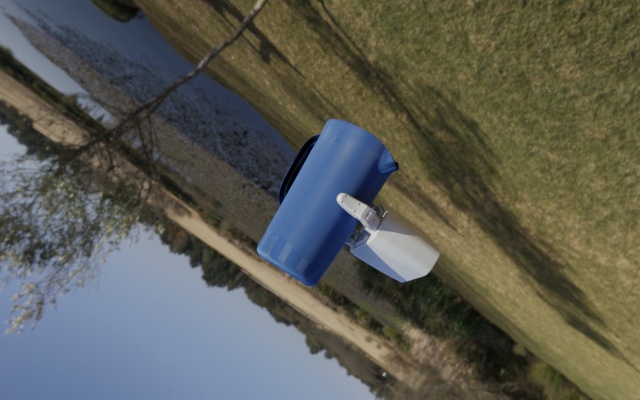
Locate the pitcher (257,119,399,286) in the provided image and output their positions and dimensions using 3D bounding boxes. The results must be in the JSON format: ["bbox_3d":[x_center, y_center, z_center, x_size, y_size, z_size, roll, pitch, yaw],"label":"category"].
[{"bbox_3d":[0.000,0.003,0.753,0.145,0.243,0.149,33,-9,-5],"label":"pitcher"}]
